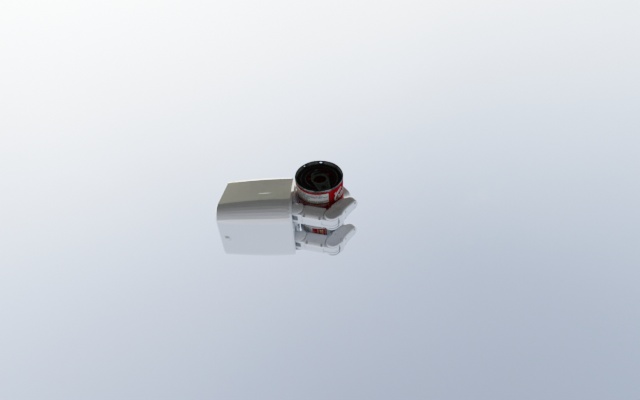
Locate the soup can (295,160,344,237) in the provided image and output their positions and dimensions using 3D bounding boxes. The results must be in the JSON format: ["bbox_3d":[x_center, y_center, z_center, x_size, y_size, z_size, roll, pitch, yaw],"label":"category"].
[{"bbox_3d":[0.001,0.002,0.696,0.068,0.102,0.068,-2,43,2],"label":"soup can"}]
